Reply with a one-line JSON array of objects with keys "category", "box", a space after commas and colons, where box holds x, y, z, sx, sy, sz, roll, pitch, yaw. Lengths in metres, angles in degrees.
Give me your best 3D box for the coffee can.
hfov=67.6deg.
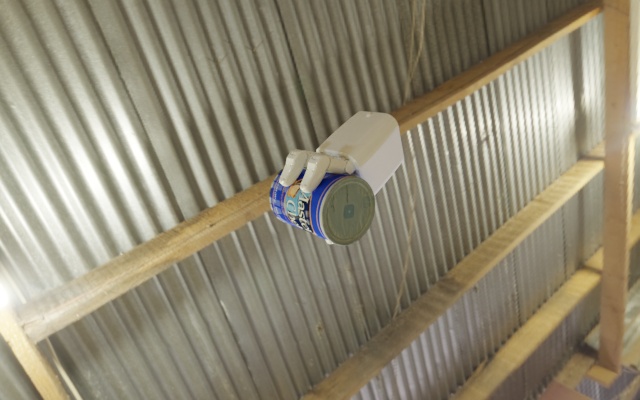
[{"category": "coffee can", "box": [0.000, 0.003, 0.741, 0.103, 0.103, 0.140, 0, 12, -39]}]
